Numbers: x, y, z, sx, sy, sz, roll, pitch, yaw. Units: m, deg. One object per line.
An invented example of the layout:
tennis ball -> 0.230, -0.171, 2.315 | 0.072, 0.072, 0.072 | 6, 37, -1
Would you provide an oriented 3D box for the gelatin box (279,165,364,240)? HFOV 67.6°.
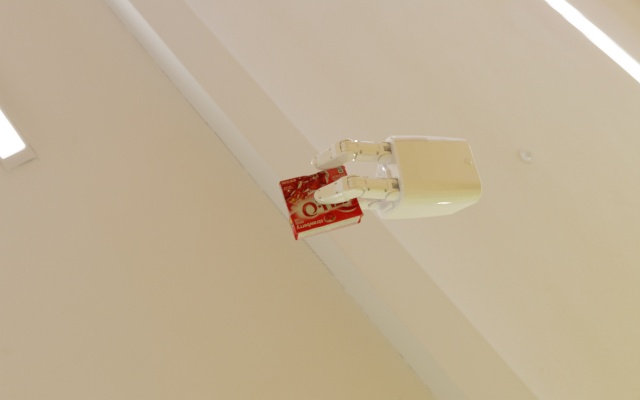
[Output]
gelatin box -> 0.000, 0.002, 0.597 | 0.089, 0.073, 0.030 | -15, -23, -12
